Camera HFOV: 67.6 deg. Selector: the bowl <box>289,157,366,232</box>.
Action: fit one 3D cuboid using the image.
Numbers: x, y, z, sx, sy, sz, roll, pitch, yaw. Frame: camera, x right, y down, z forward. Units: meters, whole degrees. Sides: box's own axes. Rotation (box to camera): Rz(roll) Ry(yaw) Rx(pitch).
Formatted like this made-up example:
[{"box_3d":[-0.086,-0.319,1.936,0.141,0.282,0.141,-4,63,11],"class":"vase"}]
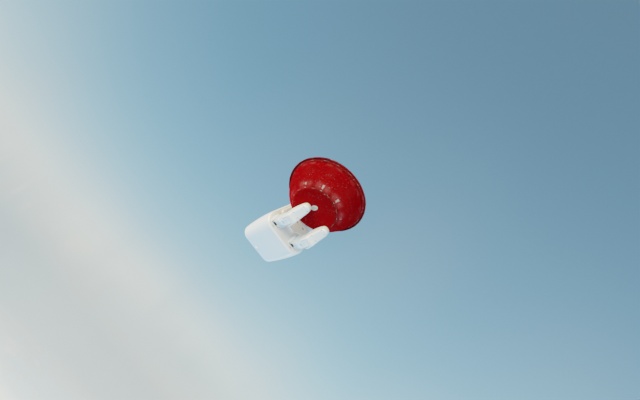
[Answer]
[{"box_3d":[0.001,0.002,0.886,0.162,0.162,0.055,0,30,30],"class":"bowl"}]
